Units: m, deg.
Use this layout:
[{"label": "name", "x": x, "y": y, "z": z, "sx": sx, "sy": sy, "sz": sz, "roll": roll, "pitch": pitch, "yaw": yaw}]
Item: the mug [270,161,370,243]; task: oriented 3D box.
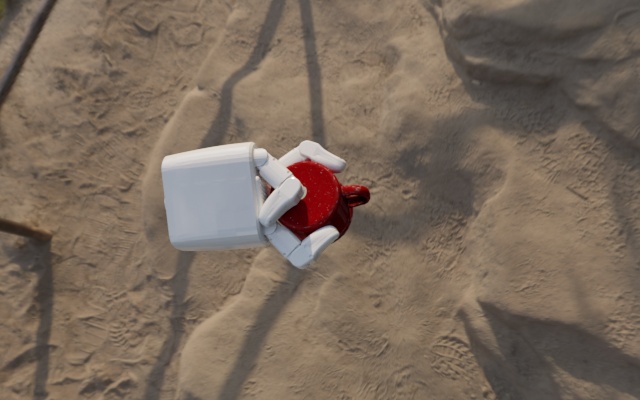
[{"label": "mug", "x": 0.001, "y": 0.002, "z": 0.559, "sx": 0.117, "sy": 0.093, "sz": 0.081, "roll": -7, "pitch": -16, "yaw": 8}]
